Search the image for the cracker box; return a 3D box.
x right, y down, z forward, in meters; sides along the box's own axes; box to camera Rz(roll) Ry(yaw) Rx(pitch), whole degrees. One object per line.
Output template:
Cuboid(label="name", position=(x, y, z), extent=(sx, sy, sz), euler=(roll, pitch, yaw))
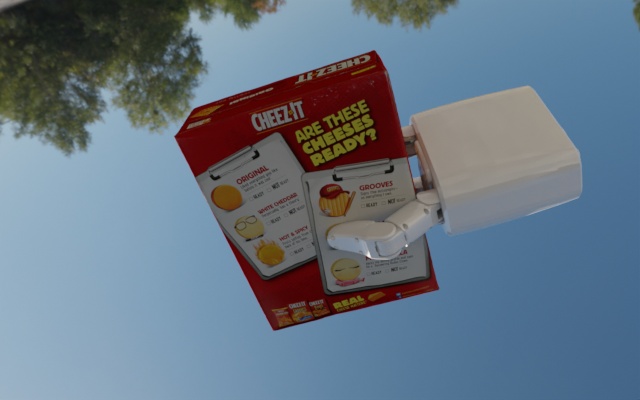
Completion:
Cuboid(label="cracker box", position=(0.000, 0.002, 0.417), extent=(0.164, 0.214, 0.072), euler=(-16, 30, 8))
